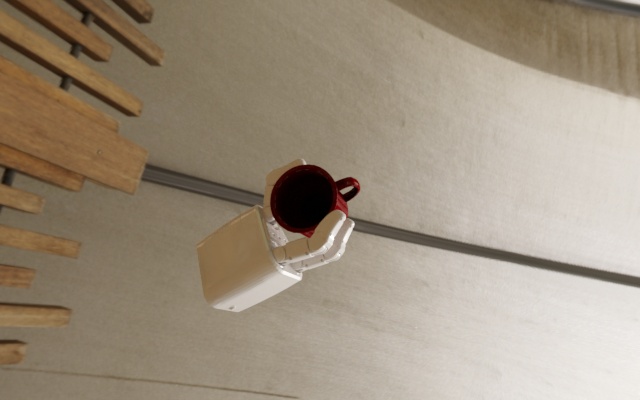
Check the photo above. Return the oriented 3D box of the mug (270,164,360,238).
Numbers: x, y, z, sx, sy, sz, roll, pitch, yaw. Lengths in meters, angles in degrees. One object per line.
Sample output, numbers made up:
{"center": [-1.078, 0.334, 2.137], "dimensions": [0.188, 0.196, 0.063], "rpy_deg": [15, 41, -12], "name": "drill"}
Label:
{"center": [0.001, 0.001, 0.650], "dimensions": [0.117, 0.093, 0.081], "rpy_deg": [-29, -23, 9], "name": "mug"}
